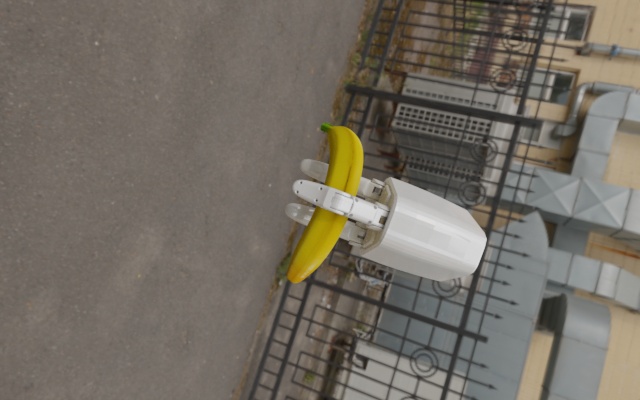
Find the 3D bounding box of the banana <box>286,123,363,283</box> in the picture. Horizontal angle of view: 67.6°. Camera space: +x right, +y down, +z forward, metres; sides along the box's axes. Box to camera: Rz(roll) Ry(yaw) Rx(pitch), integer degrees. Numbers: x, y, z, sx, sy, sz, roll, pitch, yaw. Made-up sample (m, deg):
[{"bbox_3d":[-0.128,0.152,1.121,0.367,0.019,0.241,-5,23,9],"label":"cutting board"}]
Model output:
[{"bbox_3d":[0.011,-0.005,0.521,0.037,0.197,0.069,26,-25,-26],"label":"banana"}]
